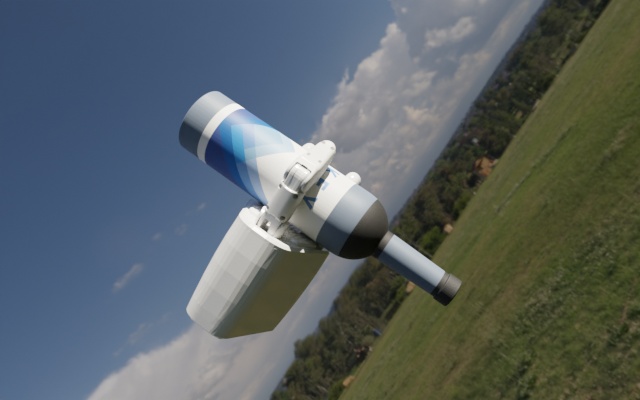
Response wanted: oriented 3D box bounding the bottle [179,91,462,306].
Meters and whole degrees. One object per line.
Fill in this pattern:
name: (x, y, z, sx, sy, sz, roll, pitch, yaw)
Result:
bottle: (0.000, 0.001, 0.453, 0.295, 0.069, 0.069, 35, 7, 10)
